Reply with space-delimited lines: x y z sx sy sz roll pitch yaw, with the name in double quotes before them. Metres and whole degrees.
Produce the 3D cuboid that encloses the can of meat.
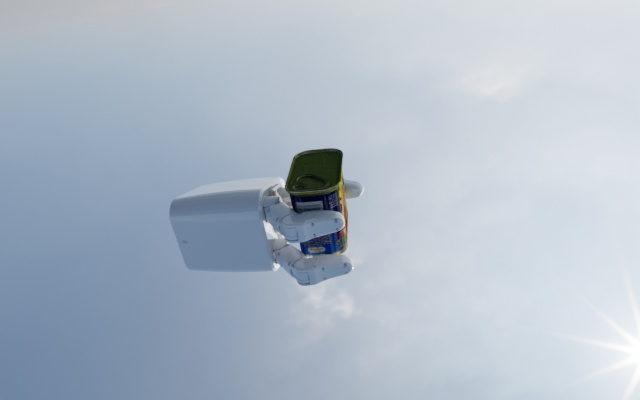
"can of meat" 0.000 0.002 0.524 0.057 0.084 0.102 -5 29 7
